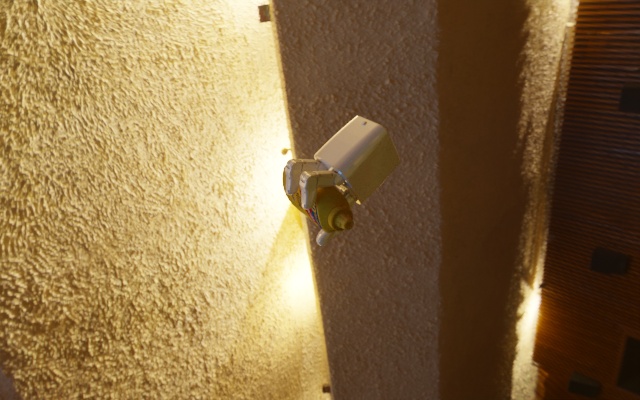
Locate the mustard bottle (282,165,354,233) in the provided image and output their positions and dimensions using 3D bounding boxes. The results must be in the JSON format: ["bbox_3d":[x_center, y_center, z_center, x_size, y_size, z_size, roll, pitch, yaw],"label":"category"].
[{"bbox_3d":[0.000,0.003,0.816,0.058,0.096,0.191,-25,32,-19],"label":"mustard bottle"}]
